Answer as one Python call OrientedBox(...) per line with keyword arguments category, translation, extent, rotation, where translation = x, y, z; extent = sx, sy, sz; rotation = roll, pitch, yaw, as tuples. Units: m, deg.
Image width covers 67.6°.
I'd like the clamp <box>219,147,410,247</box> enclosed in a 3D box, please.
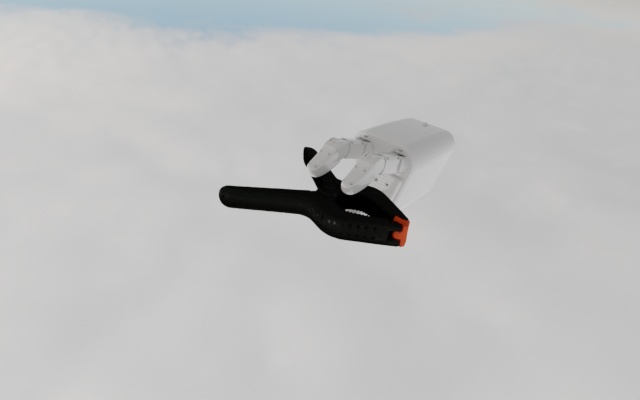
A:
OrientedBox(category="clamp", translation=(0.001, 0.003, 0.545), extent=(0.210, 0.036, 0.164), rotation=(30, 41, 35))
